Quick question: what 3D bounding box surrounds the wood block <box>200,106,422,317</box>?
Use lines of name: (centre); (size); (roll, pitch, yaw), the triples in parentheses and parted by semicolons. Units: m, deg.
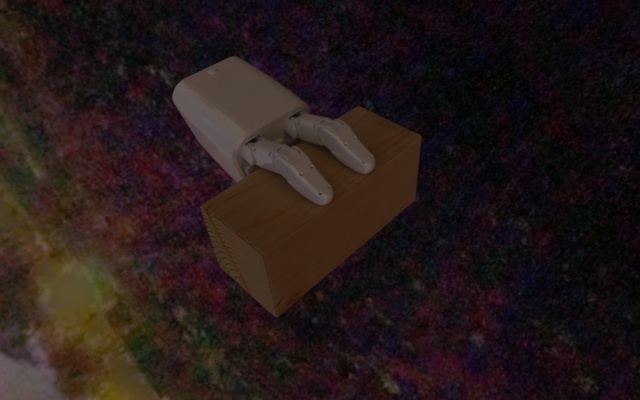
wood block: (0.000, 0.002, 0.472); (0.090, 0.091, 0.206); (33, 55, 32)
